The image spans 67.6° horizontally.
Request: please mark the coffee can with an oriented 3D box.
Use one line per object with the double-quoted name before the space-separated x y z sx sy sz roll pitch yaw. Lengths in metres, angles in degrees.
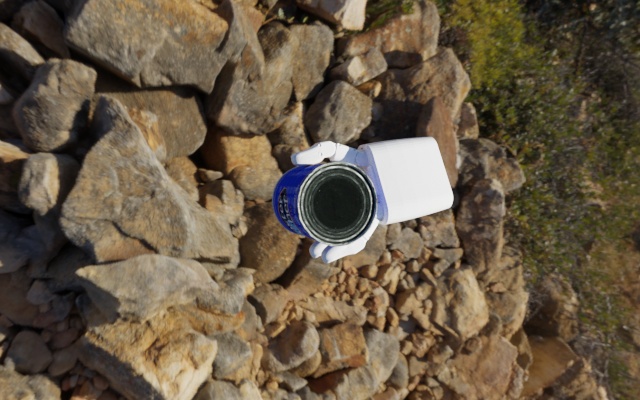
"coffee can" 0.000 0.002 0.635 0.103 0.103 0.140 0 2 -18
